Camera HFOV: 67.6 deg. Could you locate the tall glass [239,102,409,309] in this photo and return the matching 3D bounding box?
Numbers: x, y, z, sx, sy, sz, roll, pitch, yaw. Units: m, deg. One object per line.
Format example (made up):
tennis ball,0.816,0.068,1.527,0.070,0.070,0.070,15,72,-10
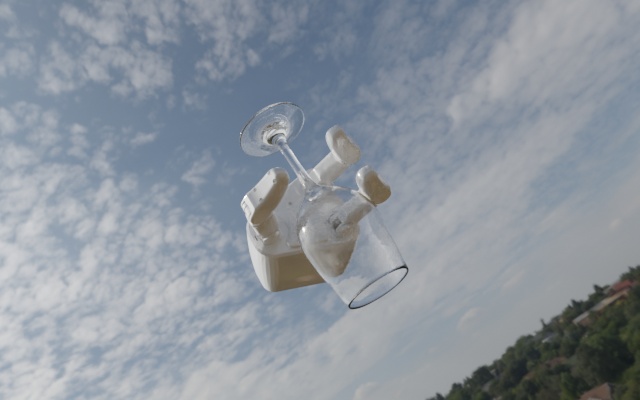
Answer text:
tall glass,0.000,0.001,0.450,0.079,0.201,0.079,-27,-27,-15
